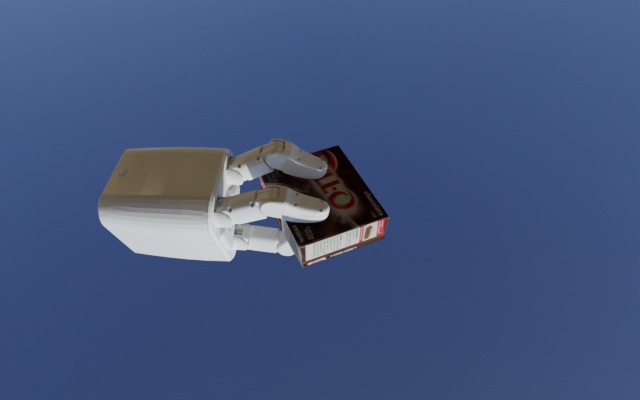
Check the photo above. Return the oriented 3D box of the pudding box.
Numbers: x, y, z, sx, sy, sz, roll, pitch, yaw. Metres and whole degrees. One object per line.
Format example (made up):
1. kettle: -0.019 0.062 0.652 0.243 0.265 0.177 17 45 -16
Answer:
1. pudding box: 0.000 0.002 0.466 0.090 0.113 0.039 -18 -38 -16
